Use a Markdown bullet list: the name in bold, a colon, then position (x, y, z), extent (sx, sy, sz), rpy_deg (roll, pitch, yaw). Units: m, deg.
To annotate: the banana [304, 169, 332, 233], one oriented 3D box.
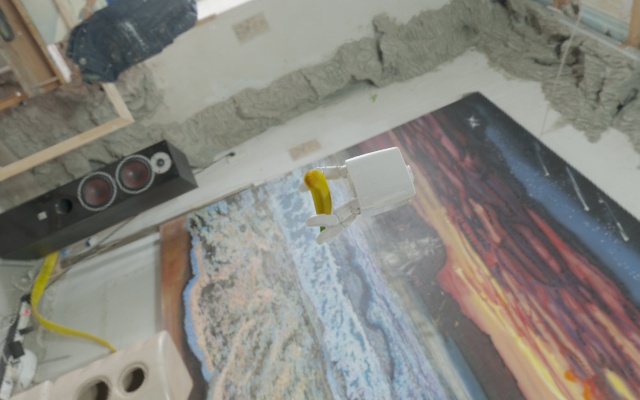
- **banana**: position (-0.001, -0.011, 0.884), extent (0.037, 0.069, 0.198), rpy_deg (-10, -33, 4)
